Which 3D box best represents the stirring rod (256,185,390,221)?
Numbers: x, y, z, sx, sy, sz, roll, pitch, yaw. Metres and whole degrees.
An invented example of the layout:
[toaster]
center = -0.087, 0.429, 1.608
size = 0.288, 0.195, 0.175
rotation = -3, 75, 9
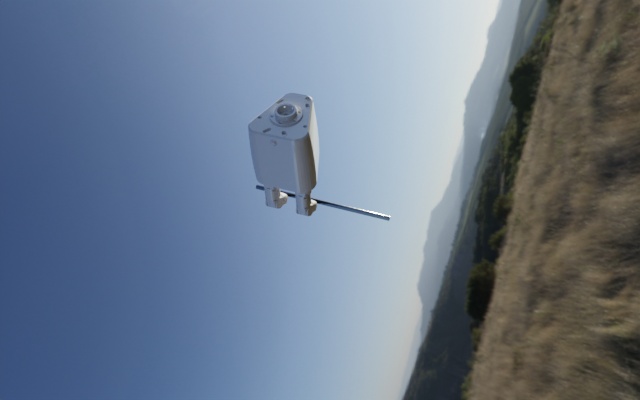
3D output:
[stirring rod]
center = 0.000, 0.003, 0.812
size = 0.239, 0.011, 0.011
rotation = 13, 4, 15
